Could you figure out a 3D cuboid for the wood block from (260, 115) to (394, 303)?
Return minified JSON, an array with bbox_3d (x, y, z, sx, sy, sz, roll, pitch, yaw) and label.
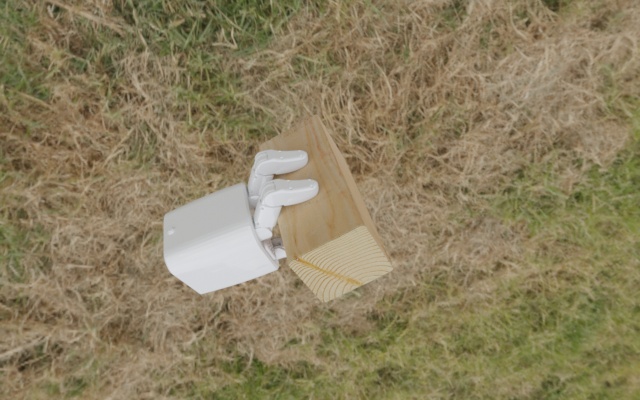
[{"bbox_3d":[0.000,0.002,0.570,0.090,0.206,0.091,-27,-46,8],"label":"wood block"}]
